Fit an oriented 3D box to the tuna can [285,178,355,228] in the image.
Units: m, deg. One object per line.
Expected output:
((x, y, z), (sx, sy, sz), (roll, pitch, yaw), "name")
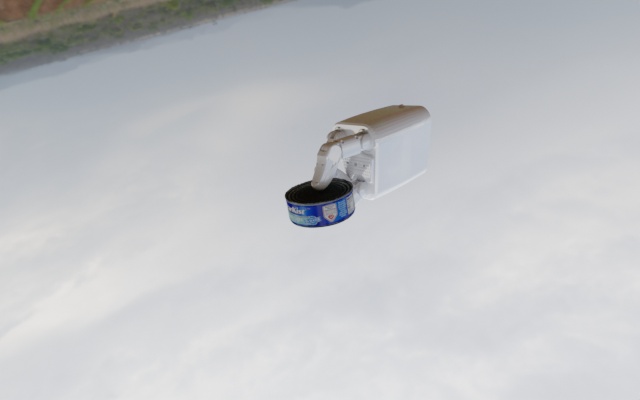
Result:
((0.000, 0.003, 0.596), (0.086, 0.034, 0.086), (-8, 21, 3), "tuna can")
